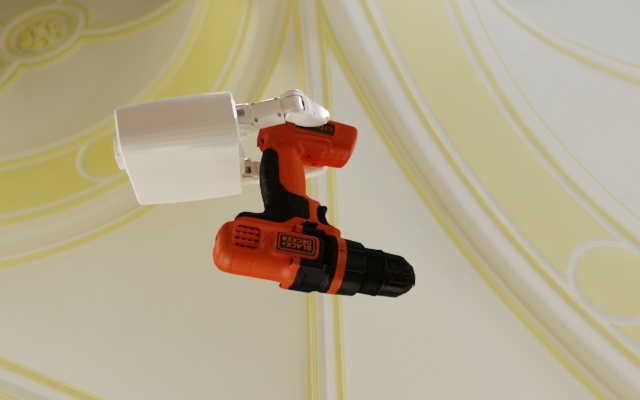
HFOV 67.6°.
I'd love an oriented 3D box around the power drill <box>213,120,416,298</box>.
[{"bbox_3d":[0.000,0.001,0.466,0.184,0.187,0.057,13,-40,-13],"label":"power drill"}]
